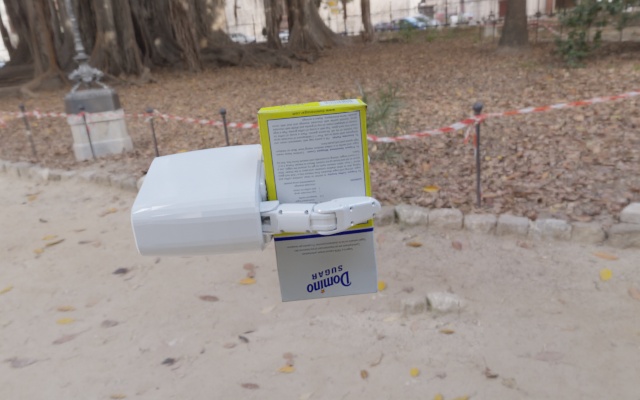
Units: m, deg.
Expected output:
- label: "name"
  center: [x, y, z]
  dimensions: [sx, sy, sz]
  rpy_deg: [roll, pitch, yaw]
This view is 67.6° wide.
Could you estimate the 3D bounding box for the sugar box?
- label: "sugar box"
  center: [0.000, 0.001, 0.436]
  dimensions: [0.093, 0.176, 0.048]
  rpy_deg: [-5, 18, -1]
